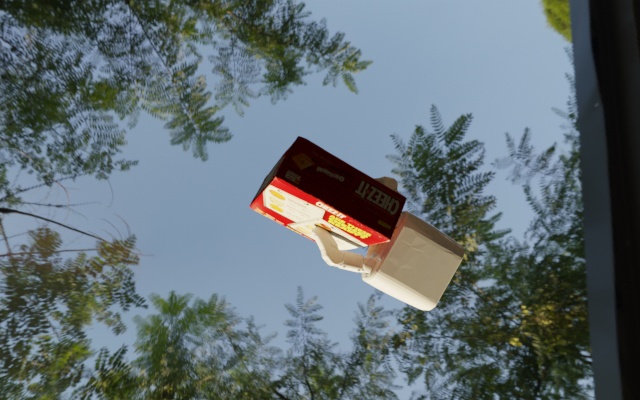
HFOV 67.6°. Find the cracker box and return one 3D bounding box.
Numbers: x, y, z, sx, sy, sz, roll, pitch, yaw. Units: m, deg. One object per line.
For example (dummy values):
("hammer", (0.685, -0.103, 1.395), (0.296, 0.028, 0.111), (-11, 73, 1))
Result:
("cracker box", (0.000, 0.002, 0.680), (0.164, 0.072, 0.214), (29, -17, -10))
